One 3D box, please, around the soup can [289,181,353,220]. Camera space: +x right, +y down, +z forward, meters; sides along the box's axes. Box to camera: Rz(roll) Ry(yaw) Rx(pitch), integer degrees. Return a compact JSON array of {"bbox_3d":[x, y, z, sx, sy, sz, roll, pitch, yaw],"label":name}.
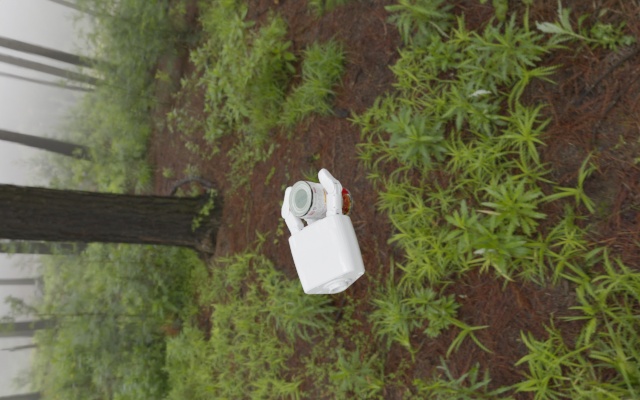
[{"bbox_3d":[0.000,0.002,0.885,0.102,0.068,0.068,8,-6,-41],"label":"soup can"}]
